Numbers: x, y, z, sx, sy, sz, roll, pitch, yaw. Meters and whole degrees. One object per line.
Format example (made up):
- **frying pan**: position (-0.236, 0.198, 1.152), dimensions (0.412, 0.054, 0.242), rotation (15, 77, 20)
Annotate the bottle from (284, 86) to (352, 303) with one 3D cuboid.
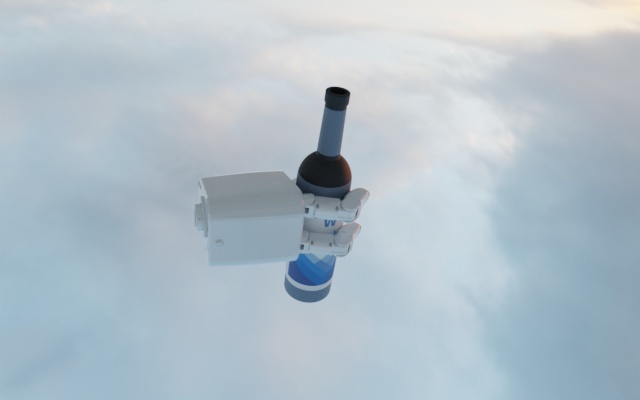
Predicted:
- **bottle**: position (0.000, 0.002, 0.596), dimensions (0.069, 0.296, 0.069), rotation (6, 35, -4)
